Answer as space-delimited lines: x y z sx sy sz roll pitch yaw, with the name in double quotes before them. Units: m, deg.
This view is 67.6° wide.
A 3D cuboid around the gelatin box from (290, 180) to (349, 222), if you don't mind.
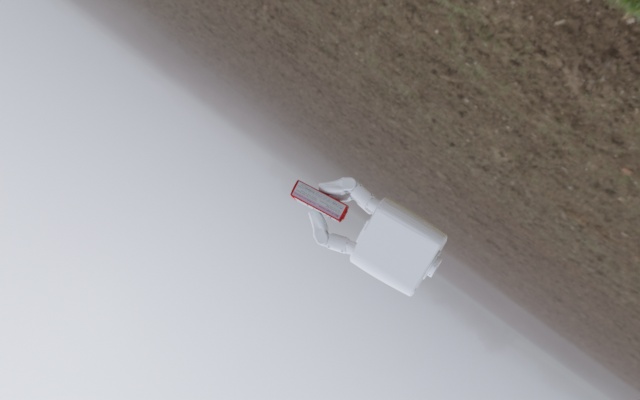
"gelatin box" 0.000 0.003 0.747 0.089 0.030 0.073 27 -3 4
